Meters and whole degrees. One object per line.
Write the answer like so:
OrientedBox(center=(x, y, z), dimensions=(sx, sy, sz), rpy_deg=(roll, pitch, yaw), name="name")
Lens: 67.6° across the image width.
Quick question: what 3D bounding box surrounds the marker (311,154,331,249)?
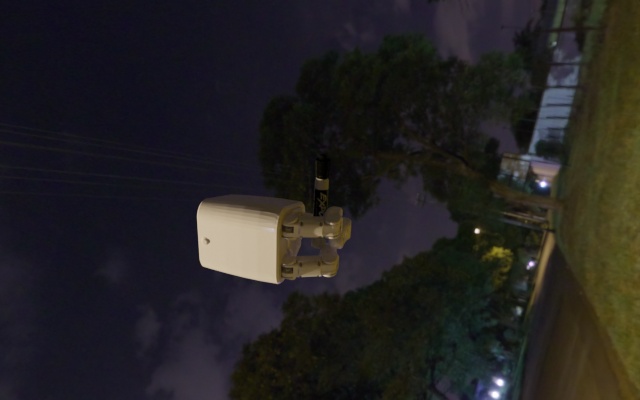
OrientedBox(center=(0.000, 0.002, 0.592), dimensions=(0.020, 0.121, 0.020), rpy_deg=(3, 21, -1), name="marker")
